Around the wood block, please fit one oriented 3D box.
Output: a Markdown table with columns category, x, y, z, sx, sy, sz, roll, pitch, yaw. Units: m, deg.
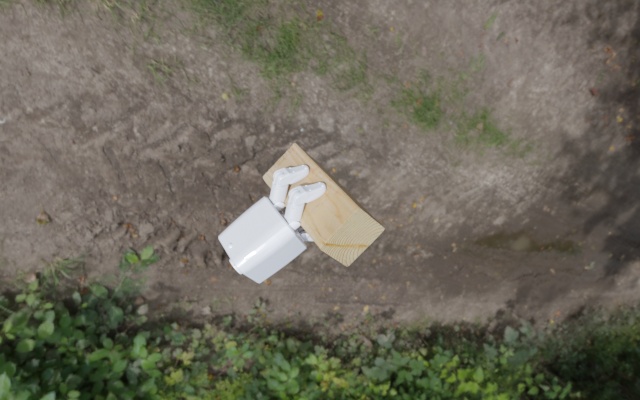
| category | x | y | z | sx | sy | sz | roll | pitch | yaw |
| --- | --- | --- | --- | --- | --- | --- | --- | --- | --- |
| wood block | 0.000 | 0.003 | 0.811 | 0.091 | 0.090 | 0.206 | 38 | 7 | -49 |
